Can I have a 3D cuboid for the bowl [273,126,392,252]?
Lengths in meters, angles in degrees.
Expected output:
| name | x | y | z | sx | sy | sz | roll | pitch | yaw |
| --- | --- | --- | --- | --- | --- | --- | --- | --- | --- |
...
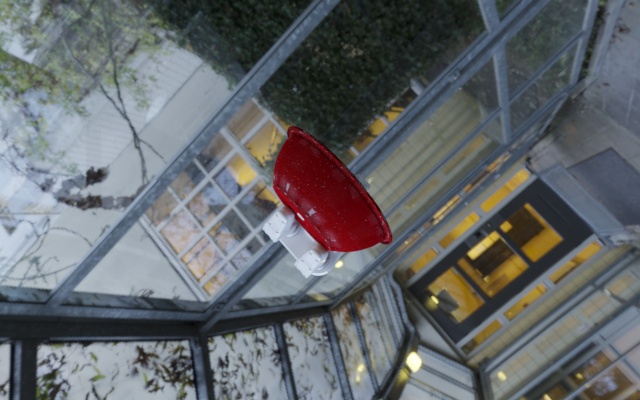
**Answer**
| name | x | y | z | sx | sy | sz | roll | pitch | yaw |
| --- | --- | --- | --- | --- | --- | --- | --- | --- | --- |
| bowl | 0.000 | 0.001 | 0.500 | 0.055 | 0.162 | 0.162 | -41 | 8 | -10 |
